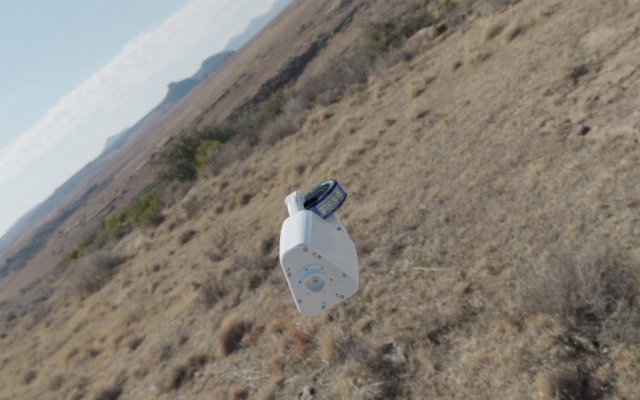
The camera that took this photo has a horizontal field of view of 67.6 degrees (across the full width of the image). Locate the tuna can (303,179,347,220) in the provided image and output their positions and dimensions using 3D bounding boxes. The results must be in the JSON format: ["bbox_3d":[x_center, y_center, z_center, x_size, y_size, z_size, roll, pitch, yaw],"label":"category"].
[{"bbox_3d":[0.000,0.002,0.785,0.086,0.034,0.086,-35,15,11],"label":"tuna can"}]
